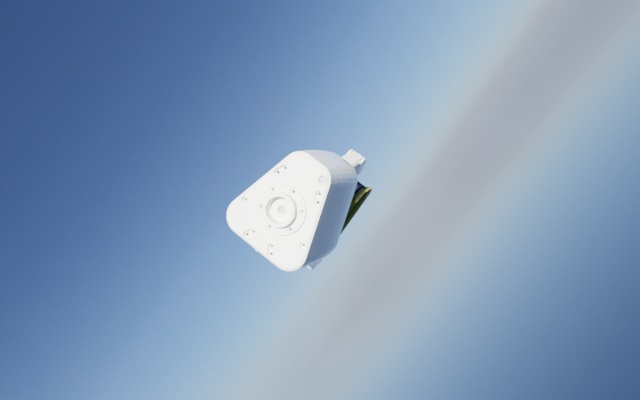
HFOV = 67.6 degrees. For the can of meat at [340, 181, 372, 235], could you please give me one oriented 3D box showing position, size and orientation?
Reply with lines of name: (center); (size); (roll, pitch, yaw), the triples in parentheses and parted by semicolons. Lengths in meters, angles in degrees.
can of meat: (0.000, 0.002, 0.600); (0.084, 0.102, 0.057); (37, 16, 10)
